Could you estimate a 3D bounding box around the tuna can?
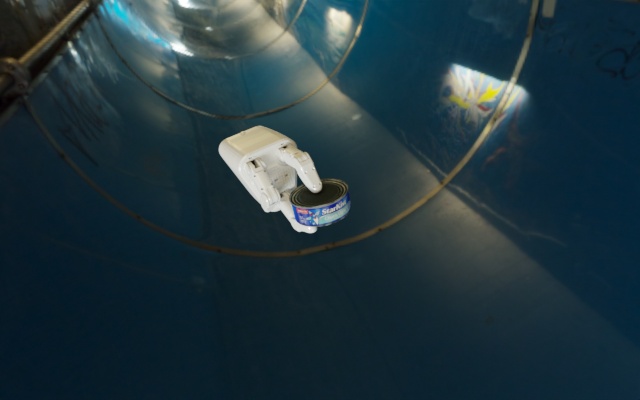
[{"bbox_3d":[0.000,0.003,0.681,0.086,0.034,0.086,-10,27,5],"label":"tuna can"}]
